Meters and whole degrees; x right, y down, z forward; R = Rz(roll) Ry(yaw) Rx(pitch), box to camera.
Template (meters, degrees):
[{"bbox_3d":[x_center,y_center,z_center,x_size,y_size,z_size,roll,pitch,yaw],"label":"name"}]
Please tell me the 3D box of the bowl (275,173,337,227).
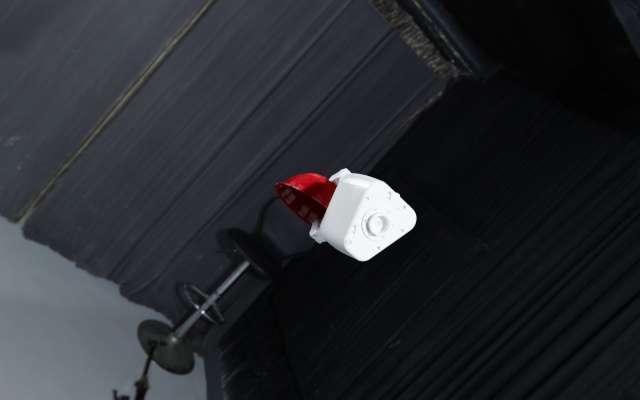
[{"bbox_3d":[0.000,0.002,0.839,0.162,0.055,0.162,32,-18,12],"label":"bowl"}]
